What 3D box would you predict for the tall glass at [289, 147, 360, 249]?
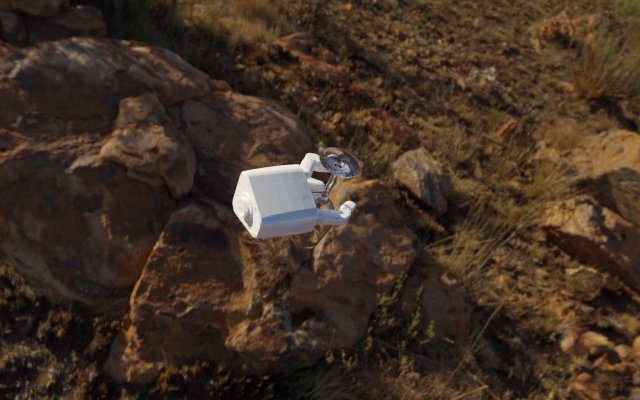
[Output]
[{"bbox_3d":[0.001,0.002,0.870,0.079,0.079,0.201,0,-43,-26],"label":"tall glass"}]
